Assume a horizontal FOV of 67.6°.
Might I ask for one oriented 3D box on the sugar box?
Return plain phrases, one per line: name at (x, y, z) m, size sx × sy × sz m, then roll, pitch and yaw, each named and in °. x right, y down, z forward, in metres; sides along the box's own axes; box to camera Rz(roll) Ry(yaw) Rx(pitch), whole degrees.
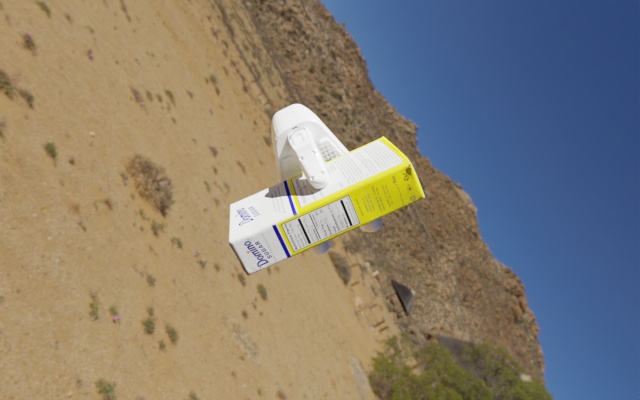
sugar box at (0.000, 0.002, 0.461) m, size 0.176 × 0.048 × 0.093 m, roll -26°, pitch 23°, yaw 1°
